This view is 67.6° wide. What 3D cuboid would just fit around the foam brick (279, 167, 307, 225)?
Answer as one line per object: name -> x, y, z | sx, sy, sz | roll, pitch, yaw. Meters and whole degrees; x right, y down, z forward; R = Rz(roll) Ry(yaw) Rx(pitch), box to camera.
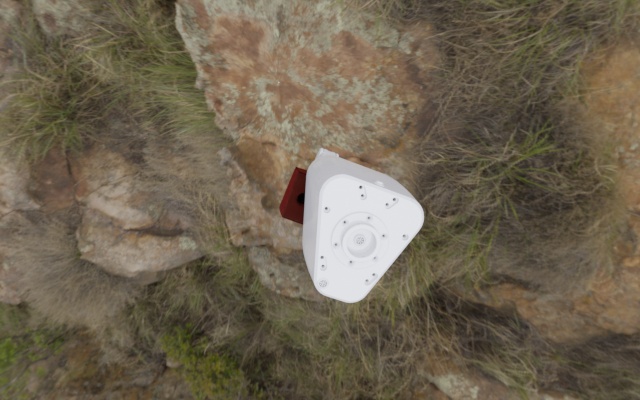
foam brick -> 0.000, 0.002, 0.523 | 0.078, 0.053, 0.051 | 19, 8, -9
